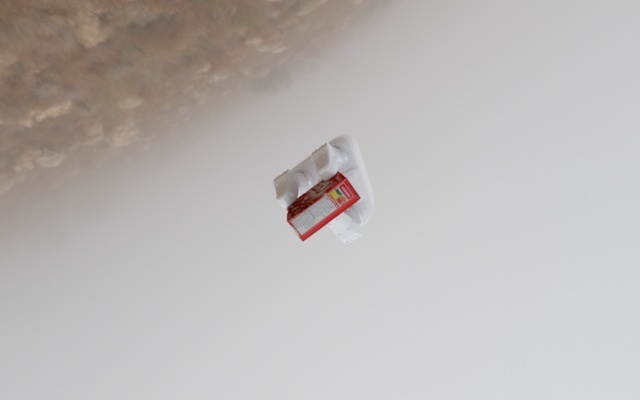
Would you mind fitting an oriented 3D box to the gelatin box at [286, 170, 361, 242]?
[{"bbox_3d":[0.000,0.002,0.508,0.073,0.030,0.089,-36,11,3],"label":"gelatin box"}]
